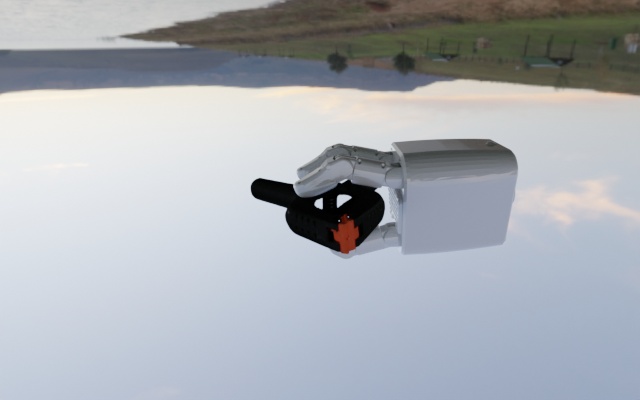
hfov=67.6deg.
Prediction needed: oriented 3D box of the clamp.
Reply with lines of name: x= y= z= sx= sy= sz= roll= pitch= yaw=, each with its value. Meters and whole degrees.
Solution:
clamp: x=0.000 y=0.002 z=0.485 sx=0.164 sy=0.036 sz=0.210 roll=-7 pitch=17 yaw=2
